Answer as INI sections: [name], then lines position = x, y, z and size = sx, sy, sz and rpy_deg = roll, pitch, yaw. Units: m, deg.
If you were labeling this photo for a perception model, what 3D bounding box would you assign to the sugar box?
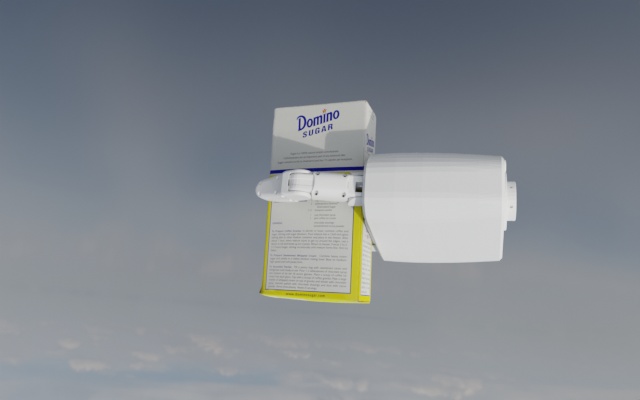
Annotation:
[sugar box]
position = 0.000, 0.002, 0.435
size = 0.093, 0.176, 0.048
rpy_deg = 0, -14, 20
